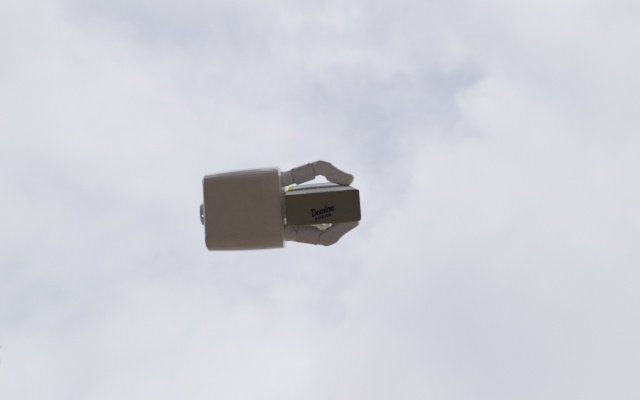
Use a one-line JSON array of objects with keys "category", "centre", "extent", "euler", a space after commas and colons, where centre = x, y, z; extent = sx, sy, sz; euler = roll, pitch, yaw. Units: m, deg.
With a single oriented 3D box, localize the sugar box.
[{"category": "sugar box", "centre": [0.000, 0.003, 0.657], "extent": [0.093, 0.048, 0.176], "euler": [-5, 7, -1]}]
